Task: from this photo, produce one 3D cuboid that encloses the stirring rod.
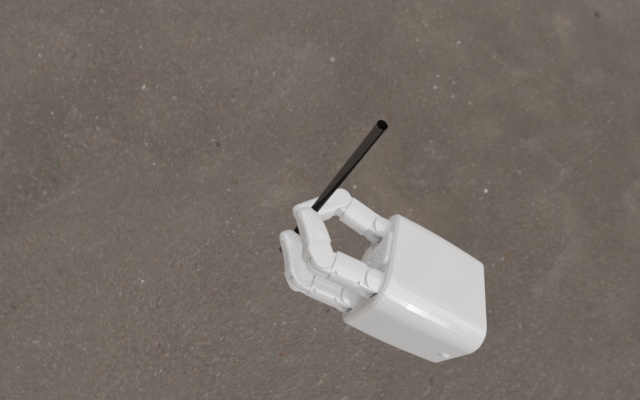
[{"bbox_3d":[0.000,0.001,0.417,0.011,0.011,0.240,0,-25,-22],"label":"stirring rod"}]
